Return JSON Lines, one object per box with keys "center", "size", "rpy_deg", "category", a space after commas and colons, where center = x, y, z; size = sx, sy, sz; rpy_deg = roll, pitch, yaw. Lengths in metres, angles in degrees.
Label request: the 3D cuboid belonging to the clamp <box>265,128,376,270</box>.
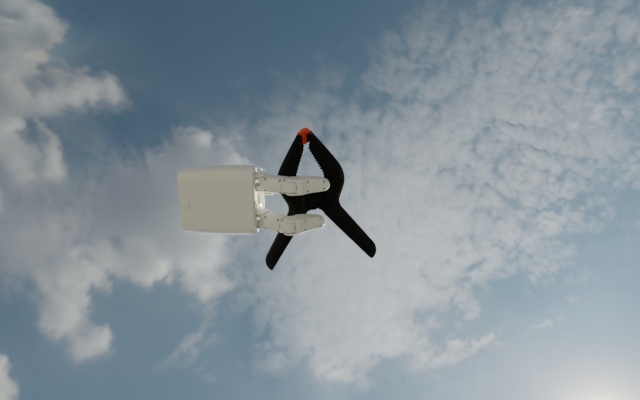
{"center": [0.000, 0.001, 0.684], "size": [0.164, 0.210, 0.036], "rpy_deg": [-1, 19, -2], "category": "clamp"}
